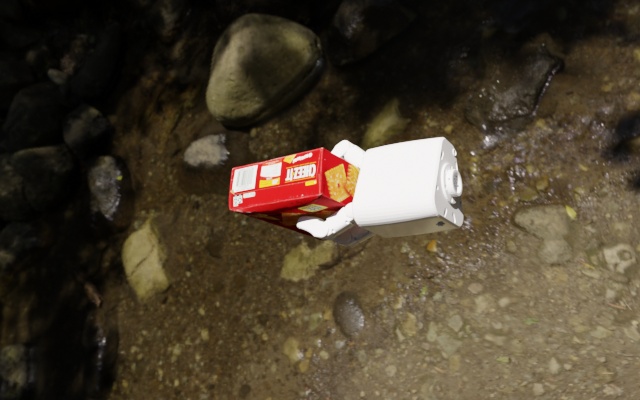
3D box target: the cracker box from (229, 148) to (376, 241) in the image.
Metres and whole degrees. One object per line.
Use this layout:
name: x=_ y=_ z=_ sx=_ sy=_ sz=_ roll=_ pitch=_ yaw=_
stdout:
cracker box: x=0.000 y=0.002 z=0.697 sx=0.164 sy=0.072 sz=0.214 roll=-9 pitch=-21 yaw=36
